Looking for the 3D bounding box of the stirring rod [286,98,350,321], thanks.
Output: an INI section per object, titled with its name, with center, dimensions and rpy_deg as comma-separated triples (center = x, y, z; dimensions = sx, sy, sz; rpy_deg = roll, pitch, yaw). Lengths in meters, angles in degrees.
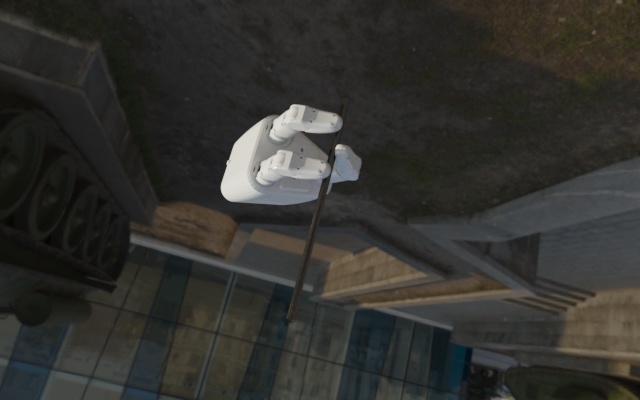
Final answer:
[stirring rod]
center = 0.000, 0.002, 0.488
dimensions = 0.011, 0.239, 0.011
rpy_deg = 13, -17, 4
